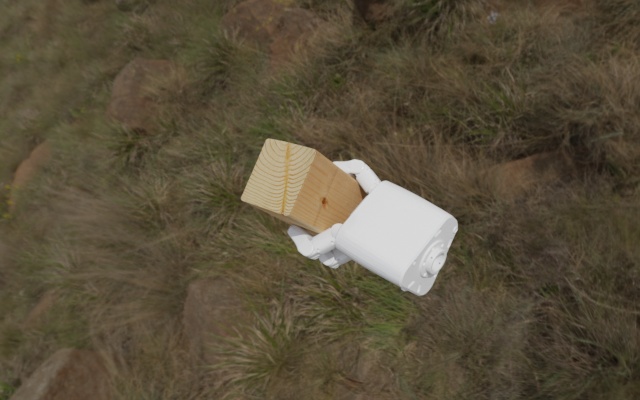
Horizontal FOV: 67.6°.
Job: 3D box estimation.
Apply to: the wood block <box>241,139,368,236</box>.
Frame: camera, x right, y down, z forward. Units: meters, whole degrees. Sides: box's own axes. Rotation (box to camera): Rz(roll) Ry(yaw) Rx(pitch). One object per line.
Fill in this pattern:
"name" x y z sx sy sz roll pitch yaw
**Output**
"wood block" 0.000 0.002 0.673 0.090 0.091 0.206 17 -9 37
